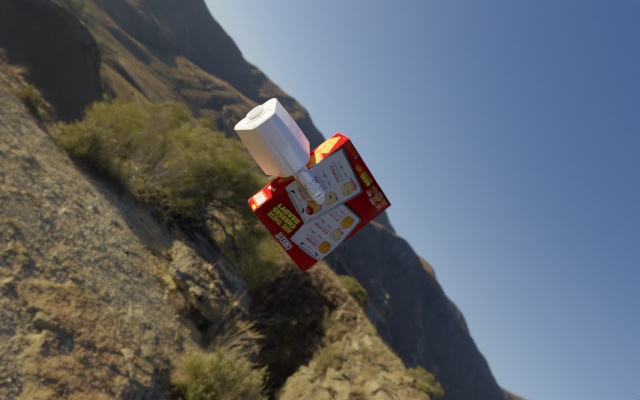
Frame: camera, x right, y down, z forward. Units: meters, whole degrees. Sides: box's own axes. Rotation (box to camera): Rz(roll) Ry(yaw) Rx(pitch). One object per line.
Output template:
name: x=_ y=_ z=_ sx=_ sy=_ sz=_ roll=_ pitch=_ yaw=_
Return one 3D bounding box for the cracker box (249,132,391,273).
cracker box: x=0.000 y=0.003 z=0.894 sx=0.213 sy=0.164 sz=0.072 roll=-37 pitch=25 yaw=-3
